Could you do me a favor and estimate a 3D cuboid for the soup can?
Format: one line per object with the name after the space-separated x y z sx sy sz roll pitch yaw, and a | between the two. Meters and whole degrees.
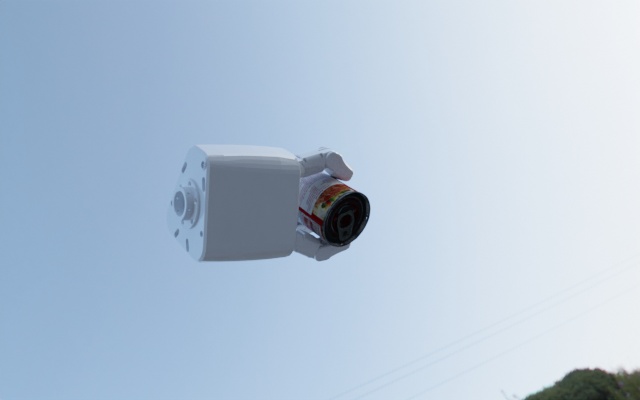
0.000 0.002 0.564 0.068 0.068 0.102 0 23 -41 | soup can
